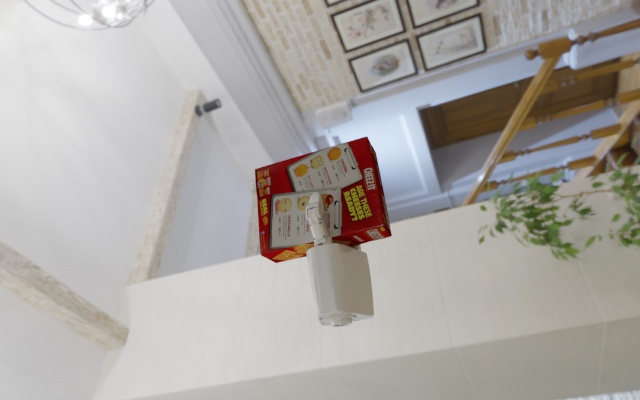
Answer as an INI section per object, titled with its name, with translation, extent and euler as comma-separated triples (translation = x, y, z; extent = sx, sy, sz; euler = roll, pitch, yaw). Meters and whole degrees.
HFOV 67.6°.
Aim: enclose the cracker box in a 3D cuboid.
[cracker box]
translation = 0.000, 0.003, 0.814
extent = 0.214, 0.164, 0.072
euler = -15, -25, 16
